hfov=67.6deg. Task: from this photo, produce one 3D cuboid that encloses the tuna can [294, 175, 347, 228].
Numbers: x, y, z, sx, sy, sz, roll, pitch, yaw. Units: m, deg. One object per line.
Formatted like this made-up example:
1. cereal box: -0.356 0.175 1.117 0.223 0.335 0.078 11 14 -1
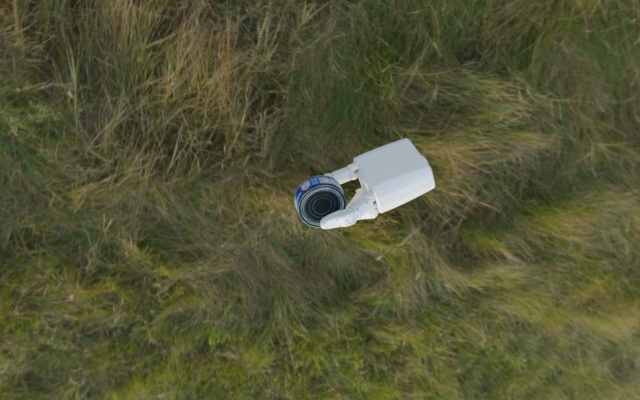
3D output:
1. tuna can: 0.000 0.003 0.804 0.086 0.086 0.033 0 31 -14
